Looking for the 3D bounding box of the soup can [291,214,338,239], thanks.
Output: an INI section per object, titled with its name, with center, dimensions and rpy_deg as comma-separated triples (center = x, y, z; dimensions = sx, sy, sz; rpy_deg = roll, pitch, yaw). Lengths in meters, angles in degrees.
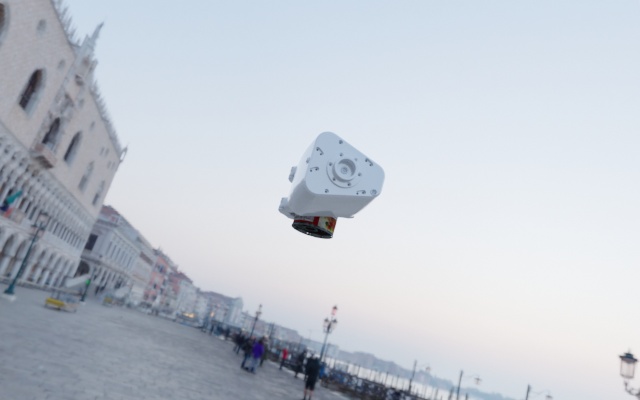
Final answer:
[soup can]
center = 0.000, 0.002, 0.762
dimensions = 0.068, 0.102, 0.068
rpy_deg = 15, -17, 5
